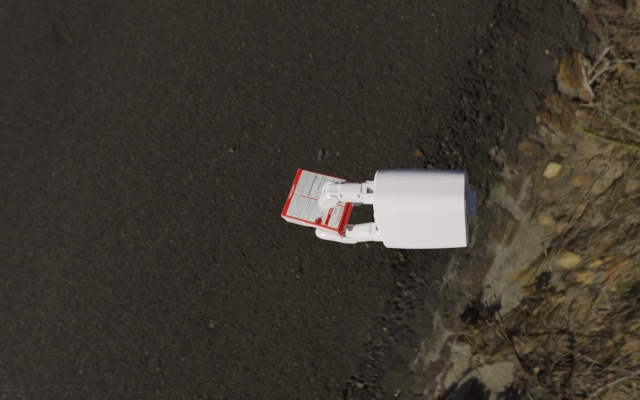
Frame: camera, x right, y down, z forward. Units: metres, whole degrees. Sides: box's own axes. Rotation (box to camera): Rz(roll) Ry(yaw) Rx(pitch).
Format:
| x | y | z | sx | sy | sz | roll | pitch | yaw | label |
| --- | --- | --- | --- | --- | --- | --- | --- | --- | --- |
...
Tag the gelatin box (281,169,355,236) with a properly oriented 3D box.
| x | y | z | sx | sy | sz | roll | pitch | yaw | label |
| --- | --- | --- | --- | --- | --- | --- | --- | --- | --- |
| 0.000 | 0.002 | 0.660 | 0.089 | 0.073 | 0.030 | 14 | -14 | 19 | gelatin box |
